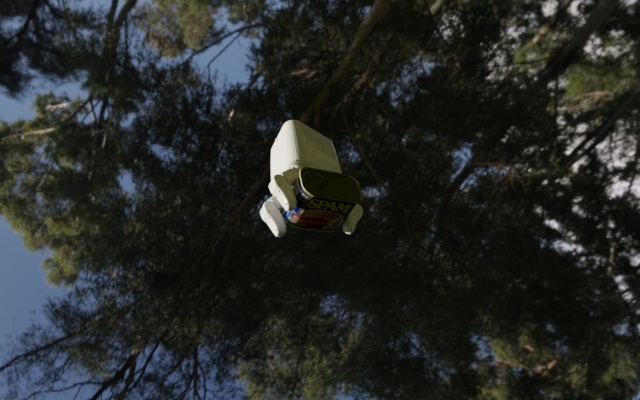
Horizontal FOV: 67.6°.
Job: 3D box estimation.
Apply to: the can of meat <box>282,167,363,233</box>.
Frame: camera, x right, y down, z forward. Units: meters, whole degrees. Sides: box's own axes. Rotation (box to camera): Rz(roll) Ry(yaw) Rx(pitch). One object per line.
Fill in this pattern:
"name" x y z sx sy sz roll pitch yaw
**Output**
"can of meat" 0.000 0.003 0.734 0.102 0.057 0.084 9 -43 -26
